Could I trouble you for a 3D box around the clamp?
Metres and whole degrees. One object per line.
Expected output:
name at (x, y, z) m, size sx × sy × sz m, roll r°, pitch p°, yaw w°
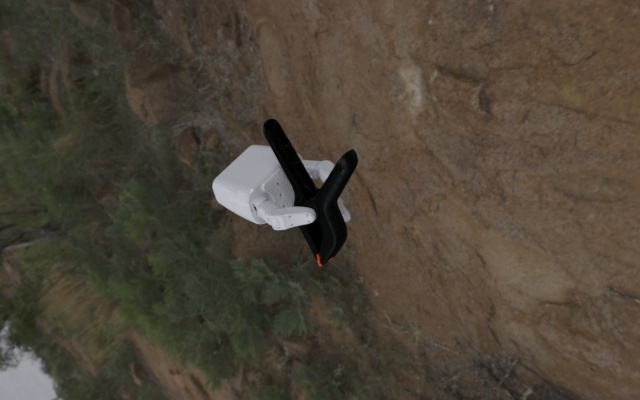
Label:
clamp at (-0.001, 0.003, 0.622) m, size 0.036 × 0.210 × 0.164 m, roll -31°, pitch 32°, yaw -29°
